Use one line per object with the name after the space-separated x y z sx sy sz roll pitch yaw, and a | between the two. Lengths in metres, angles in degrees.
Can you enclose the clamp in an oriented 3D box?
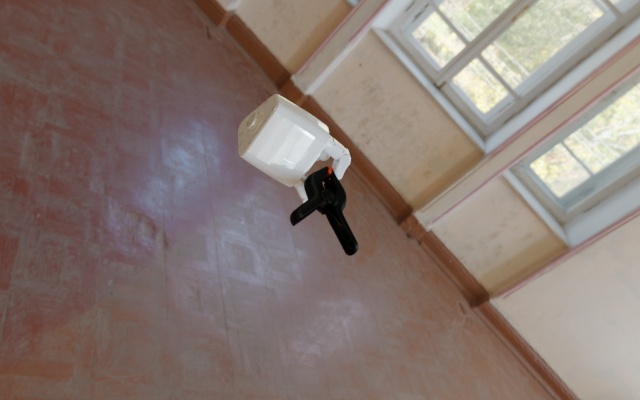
0.001 0.002 0.760 0.120 0.171 0.039 30 -58 -33 | clamp
